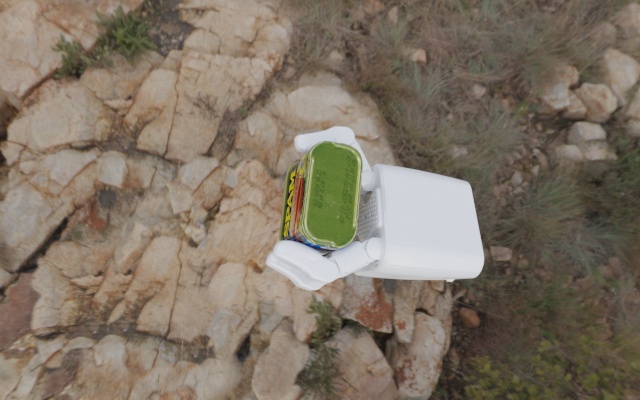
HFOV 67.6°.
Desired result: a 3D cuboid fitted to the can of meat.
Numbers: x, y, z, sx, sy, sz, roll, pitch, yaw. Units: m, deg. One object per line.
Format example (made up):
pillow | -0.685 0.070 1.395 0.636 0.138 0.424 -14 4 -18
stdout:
can of meat | 0.000 0.001 0.459 0.057 0.102 0.084 10 -14 -15
